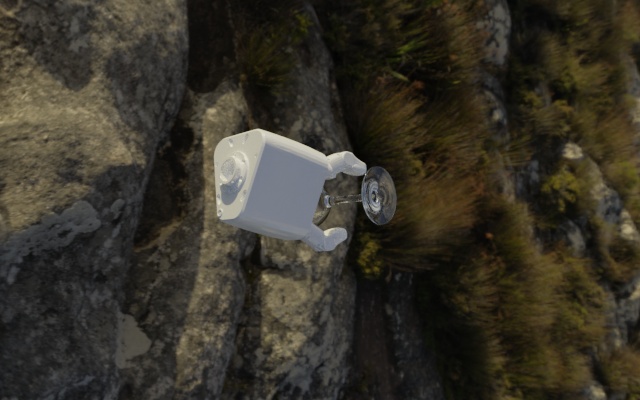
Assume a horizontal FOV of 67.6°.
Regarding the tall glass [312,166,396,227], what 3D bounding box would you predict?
[{"bbox_3d":[0.001,0.002,0.664,0.201,0.079,0.079,-7,-4,41],"label":"tall glass"}]
